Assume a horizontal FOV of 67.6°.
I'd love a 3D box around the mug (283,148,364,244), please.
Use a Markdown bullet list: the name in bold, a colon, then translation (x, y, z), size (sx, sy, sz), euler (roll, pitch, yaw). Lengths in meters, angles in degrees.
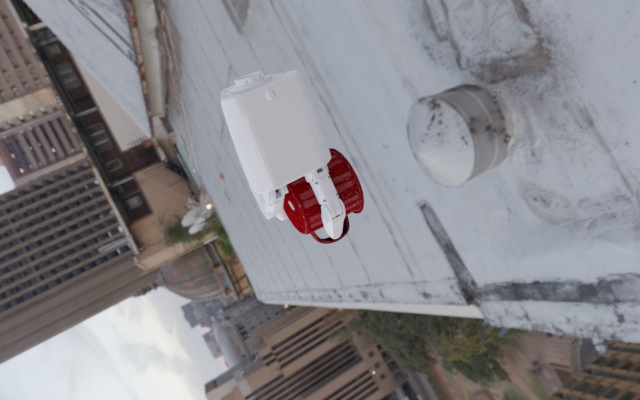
- **mug**: translation (0.000, 0.003, 0.614), size (0.081, 0.117, 0.093), euler (-26, 23, -18)
